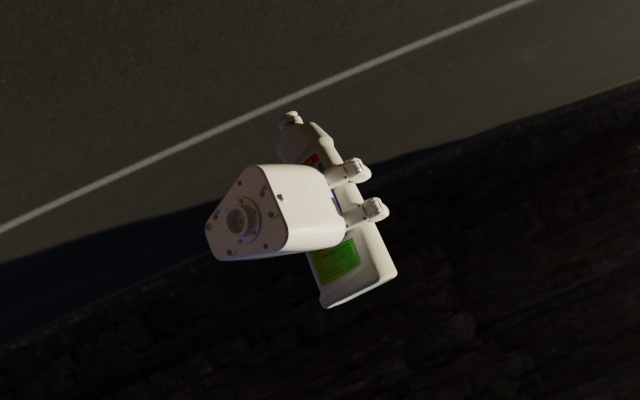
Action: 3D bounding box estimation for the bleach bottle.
[{"bbox_3d":[0.000,0.002,0.614,0.102,0.250,0.068,-33,-17,28],"label":"bleach bottle"}]
